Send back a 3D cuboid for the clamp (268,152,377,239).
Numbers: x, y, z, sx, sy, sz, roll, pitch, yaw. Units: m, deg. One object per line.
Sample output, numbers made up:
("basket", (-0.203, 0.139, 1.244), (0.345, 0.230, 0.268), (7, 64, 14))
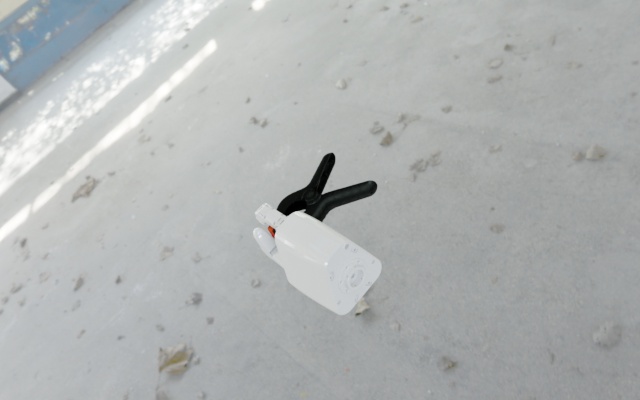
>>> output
("clamp", (0.000, 0.002, 0.719), (0.120, 0.171, 0.039), (26, -23, 45))
